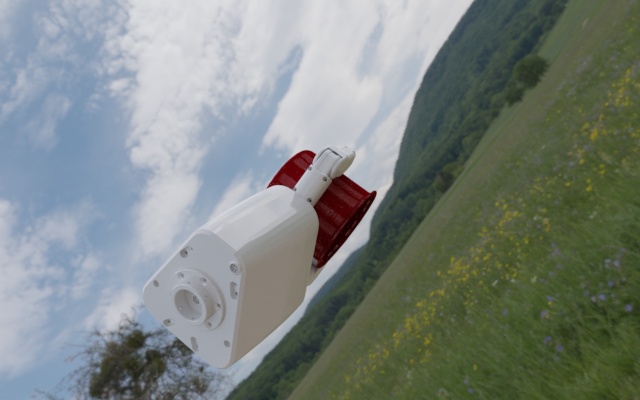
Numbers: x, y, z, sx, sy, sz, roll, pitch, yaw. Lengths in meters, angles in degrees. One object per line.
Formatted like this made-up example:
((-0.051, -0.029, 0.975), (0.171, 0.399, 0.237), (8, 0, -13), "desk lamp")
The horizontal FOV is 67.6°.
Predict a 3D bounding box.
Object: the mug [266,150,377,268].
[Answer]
((0.001, 0.001, 0.476), (0.081, 0.093, 0.117), (37, 27, 11), "mug")
